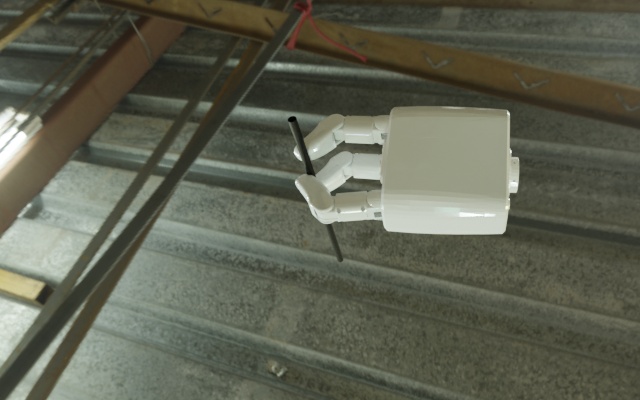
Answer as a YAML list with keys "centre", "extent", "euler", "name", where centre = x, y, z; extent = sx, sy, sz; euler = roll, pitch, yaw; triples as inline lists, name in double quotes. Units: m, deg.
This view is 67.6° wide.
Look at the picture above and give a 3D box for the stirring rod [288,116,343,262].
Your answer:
- centre: [0.000, 0.002, 0.511]
  extent: [0.011, 0.011, 0.240]
  euler: [0, -37, 15]
  name: "stirring rod"
